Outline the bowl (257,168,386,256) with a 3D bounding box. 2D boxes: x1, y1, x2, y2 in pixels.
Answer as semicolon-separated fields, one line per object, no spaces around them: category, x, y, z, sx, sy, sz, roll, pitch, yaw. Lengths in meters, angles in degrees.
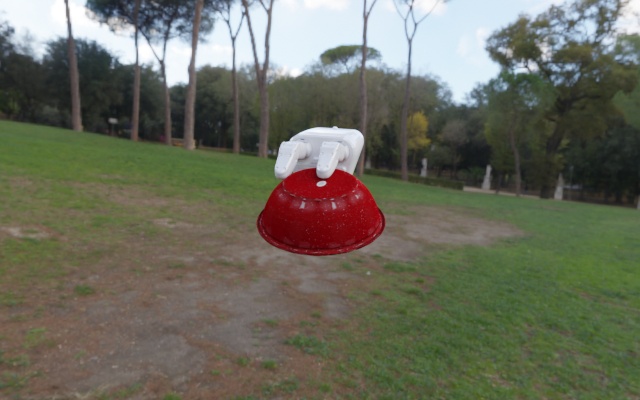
bowl;0.000;0.002;0.588;0.162;0.055;0.162;-1;28;0
